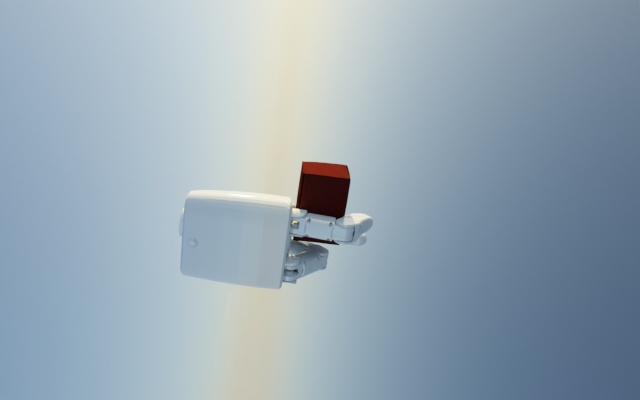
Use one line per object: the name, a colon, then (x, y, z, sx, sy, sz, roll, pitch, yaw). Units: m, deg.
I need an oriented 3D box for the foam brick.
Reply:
foam brick: (0.000, 0.001, 0.517, 0.051, 0.078, 0.053, 8, 18, -4)
